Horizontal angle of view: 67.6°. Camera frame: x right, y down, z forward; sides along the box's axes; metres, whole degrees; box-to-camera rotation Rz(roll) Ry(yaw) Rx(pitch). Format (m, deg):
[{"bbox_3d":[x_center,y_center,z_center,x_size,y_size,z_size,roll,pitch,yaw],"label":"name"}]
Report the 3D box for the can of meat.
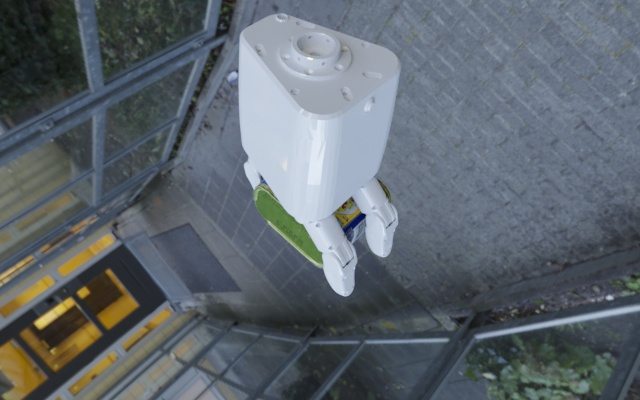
[{"bbox_3d":[0.000,0.002,0.449,0.084,0.102,0.057,-40,-20,-30],"label":"can of meat"}]
